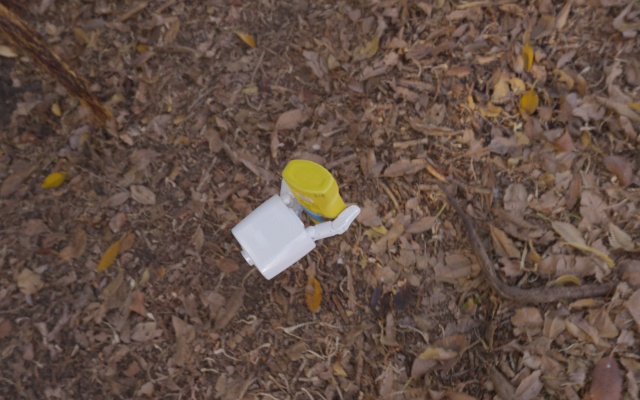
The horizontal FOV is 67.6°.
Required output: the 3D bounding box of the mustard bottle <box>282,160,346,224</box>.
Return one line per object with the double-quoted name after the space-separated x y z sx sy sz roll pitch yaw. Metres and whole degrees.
0.000 0.002 0.869 0.096 0.058 0.192 23 -20 25 "mustard bottle"
